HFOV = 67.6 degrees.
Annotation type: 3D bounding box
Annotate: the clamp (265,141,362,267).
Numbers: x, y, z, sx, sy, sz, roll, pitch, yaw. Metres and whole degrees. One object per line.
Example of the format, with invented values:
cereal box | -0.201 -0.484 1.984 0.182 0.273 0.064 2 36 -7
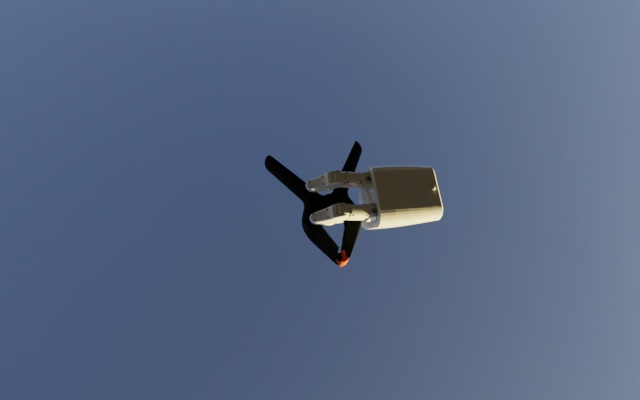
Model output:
clamp | 0.000 0.003 0.760 0.164 0.210 0.036 -5 -23 -8
